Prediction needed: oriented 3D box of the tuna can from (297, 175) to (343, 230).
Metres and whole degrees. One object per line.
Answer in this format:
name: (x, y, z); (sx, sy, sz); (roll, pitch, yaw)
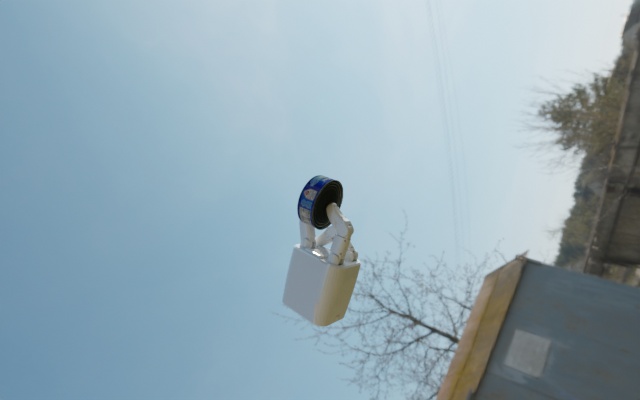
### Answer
tuna can: (0.000, 0.002, 0.780); (0.033, 0.086, 0.086); (22, 11, 30)
